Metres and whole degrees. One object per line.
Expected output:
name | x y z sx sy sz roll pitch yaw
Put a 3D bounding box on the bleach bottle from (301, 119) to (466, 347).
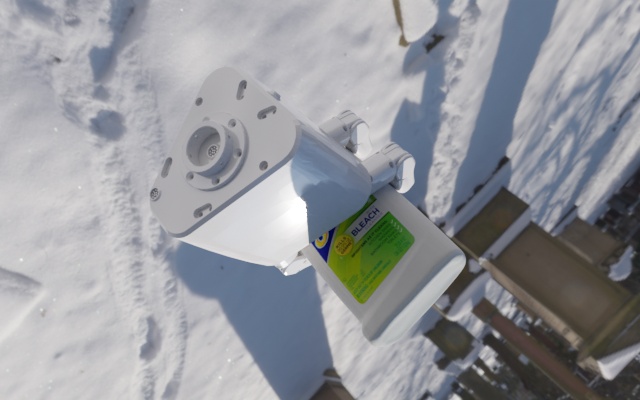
bleach bottle | 0.000 0.001 0.423 0.250 0.102 0.068 43 6 29
